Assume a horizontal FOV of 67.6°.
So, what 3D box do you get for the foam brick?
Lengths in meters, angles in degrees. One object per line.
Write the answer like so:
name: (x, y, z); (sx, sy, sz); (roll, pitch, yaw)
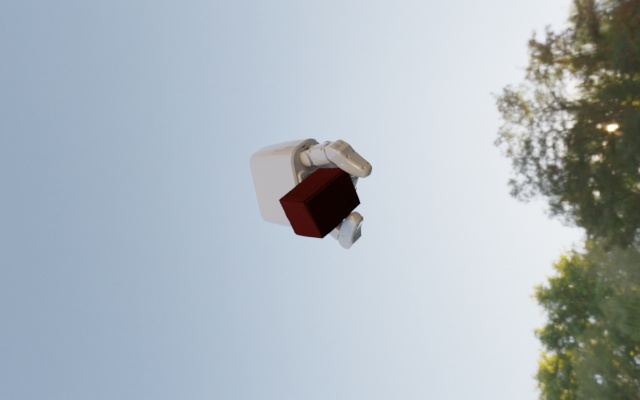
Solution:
foam brick: (0.000, 0.002, 0.571); (0.051, 0.053, 0.078); (3, 35, 48)
